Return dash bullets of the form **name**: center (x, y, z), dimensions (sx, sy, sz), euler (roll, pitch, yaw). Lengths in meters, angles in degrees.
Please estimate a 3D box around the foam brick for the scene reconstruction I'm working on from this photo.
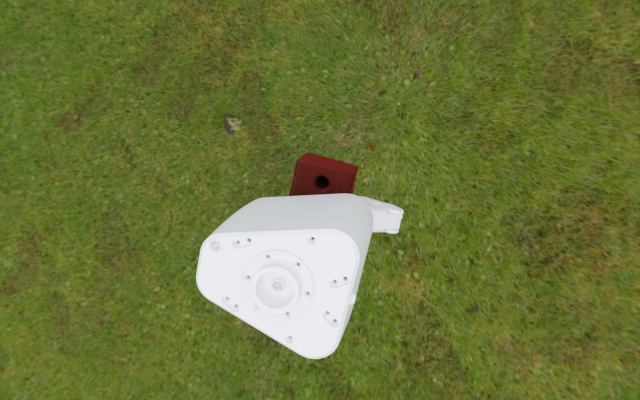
- **foam brick**: center (0.000, 0.001, 0.439), dimensions (0.053, 0.078, 0.051), euler (14, 13, 6)
